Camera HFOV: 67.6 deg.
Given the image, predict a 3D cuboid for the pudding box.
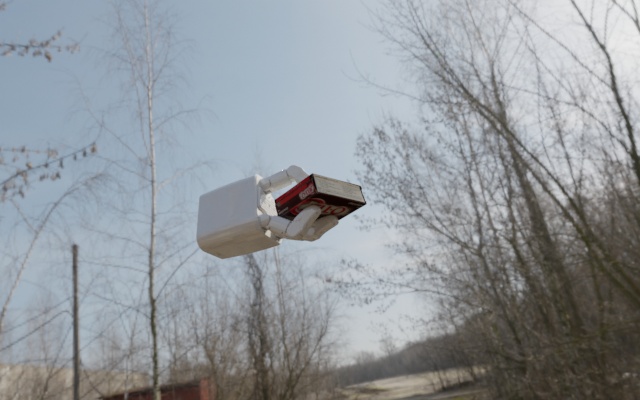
[{"bbox_3d":[0.000,0.002,0.733,0.113,0.039,0.090,9,-32,-45],"label":"pudding box"}]
